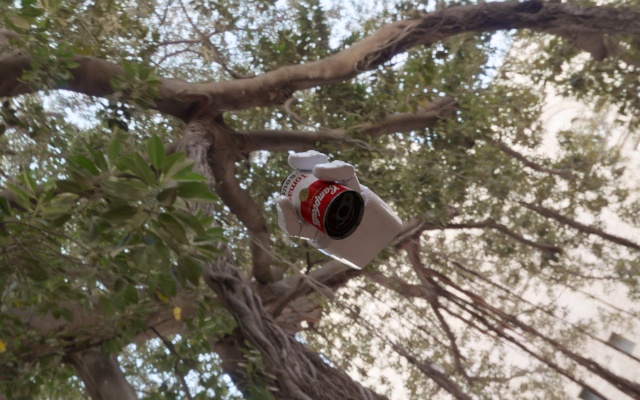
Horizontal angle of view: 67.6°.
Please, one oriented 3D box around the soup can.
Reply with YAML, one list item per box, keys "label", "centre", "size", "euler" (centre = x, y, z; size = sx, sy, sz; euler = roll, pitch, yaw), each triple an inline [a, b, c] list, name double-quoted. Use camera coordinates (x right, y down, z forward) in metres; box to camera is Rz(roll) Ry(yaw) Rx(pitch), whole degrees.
- label: "soup can"
  centre: [0.000, 0.002, 0.640]
  size: [0.068, 0.068, 0.102]
  euler: [0, 19, -41]
